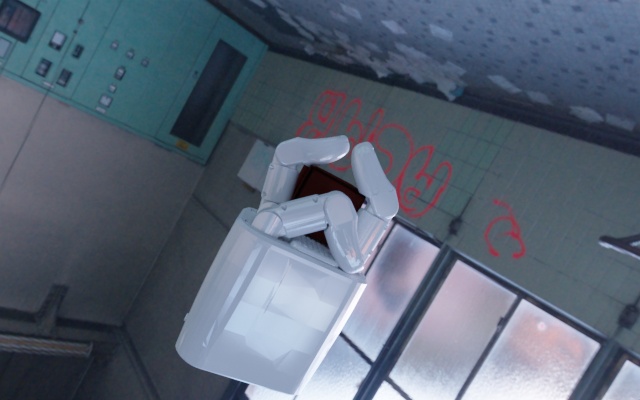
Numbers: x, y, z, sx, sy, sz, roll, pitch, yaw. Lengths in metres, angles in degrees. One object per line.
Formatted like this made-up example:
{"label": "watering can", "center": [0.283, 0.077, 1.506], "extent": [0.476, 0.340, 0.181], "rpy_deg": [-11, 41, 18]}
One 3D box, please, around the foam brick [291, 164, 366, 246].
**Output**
{"label": "foam brick", "center": [0.000, 0.001, 0.412], "extent": [0.053, 0.051, 0.078], "rpy_deg": [27, 4, -7]}
